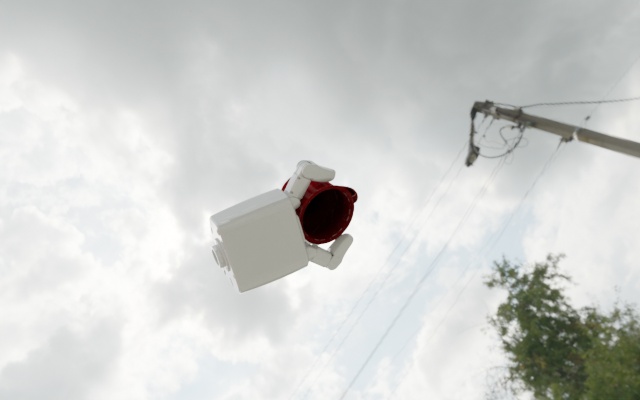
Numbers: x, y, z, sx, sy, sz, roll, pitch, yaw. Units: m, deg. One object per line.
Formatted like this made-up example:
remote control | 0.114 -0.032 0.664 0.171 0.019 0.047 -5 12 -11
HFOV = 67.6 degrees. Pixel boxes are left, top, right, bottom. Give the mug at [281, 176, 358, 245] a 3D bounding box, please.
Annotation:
mug | 0.001 0.002 0.716 0.117 0.093 0.081 -22 33 -23
